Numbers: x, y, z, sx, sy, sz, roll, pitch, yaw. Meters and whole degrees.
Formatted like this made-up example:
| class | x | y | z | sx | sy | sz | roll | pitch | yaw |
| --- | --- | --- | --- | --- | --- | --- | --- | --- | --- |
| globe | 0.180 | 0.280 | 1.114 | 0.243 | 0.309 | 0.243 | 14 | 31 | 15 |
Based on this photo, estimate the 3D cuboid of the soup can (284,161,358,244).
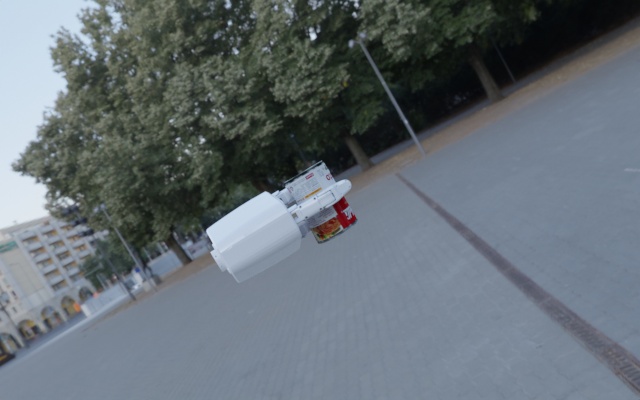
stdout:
| class | x | y | z | sx | sy | sz | roll | pitch | yaw |
| --- | --- | --- | --- | --- | --- | --- | --- | --- | --- |
| soup can | 0.000 | 0.002 | 0.694 | 0.068 | 0.102 | 0.068 | -30 | 4 | 3 |
